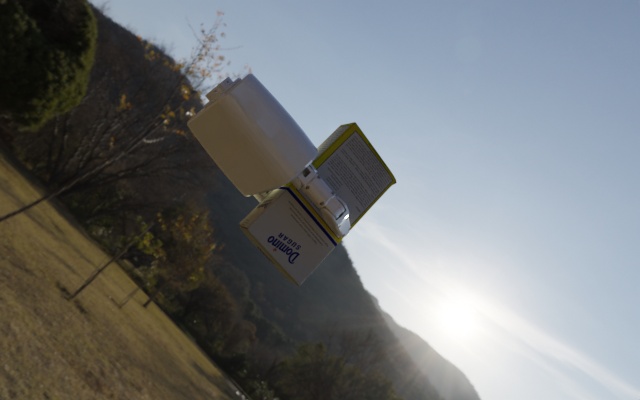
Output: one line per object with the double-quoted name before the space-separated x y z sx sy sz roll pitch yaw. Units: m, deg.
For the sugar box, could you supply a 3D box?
"sugar box" 0.000 0.002 0.553 0.176 0.093 0.048 -44 19 -14
